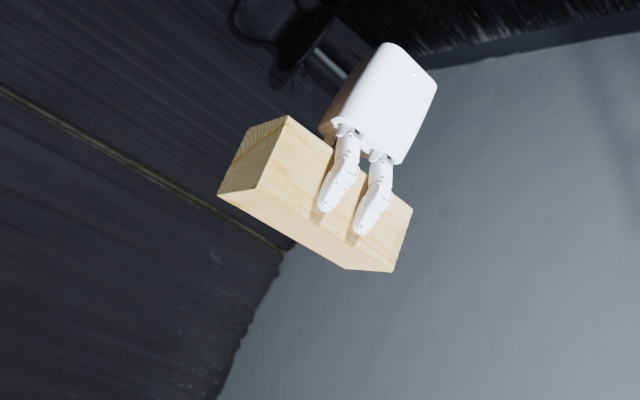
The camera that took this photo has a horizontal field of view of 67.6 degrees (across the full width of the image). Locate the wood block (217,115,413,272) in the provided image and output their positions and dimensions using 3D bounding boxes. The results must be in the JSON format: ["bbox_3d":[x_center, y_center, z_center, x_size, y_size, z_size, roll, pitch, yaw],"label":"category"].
[{"bbox_3d":[0.000,0.001,0.558,0.206,0.090,0.091,33,-22,-31],"label":"wood block"}]
